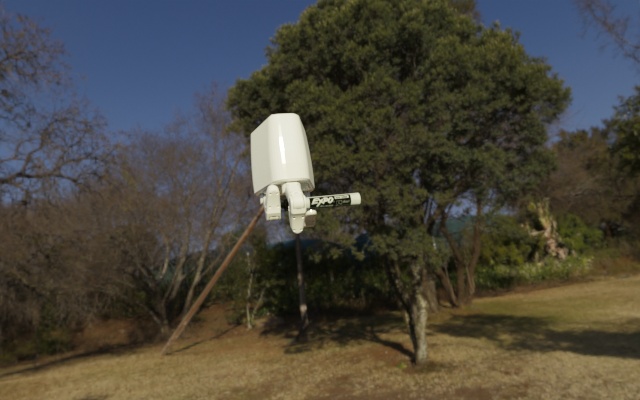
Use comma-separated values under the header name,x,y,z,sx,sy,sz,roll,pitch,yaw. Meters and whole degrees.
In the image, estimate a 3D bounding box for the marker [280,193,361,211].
name,x,y,z,sx,sy,sz,roll,pitch,yaw
marker,0.000,0.002,0.715,0.121,0.020,0.020,-5,1,-13
